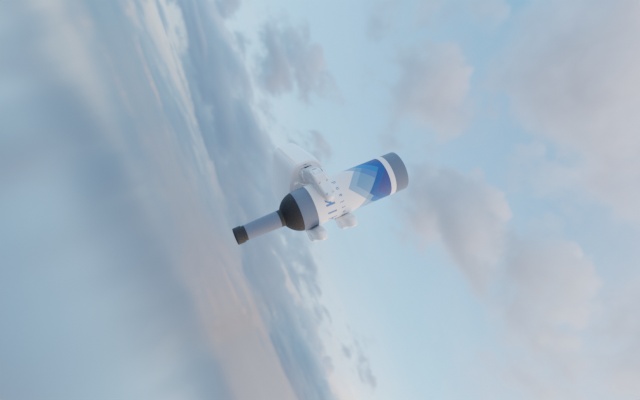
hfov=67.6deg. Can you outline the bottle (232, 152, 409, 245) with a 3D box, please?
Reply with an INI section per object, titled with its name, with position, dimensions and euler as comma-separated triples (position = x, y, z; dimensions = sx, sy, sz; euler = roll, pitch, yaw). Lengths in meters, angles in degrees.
[bottle]
position = 0.000, 0.002, 0.774
dimensions = 0.295, 0.069, 0.069
euler = -22, 6, -15
